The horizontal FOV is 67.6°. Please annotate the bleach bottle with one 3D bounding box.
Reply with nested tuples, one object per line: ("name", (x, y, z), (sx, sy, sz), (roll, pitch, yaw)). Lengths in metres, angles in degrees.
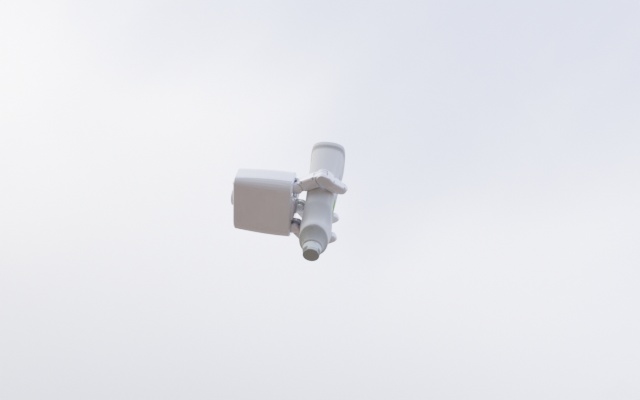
("bleach bottle", (0.000, 0.003, 0.860), (0.068, 0.103, 0.250), (6, 40, 4))
